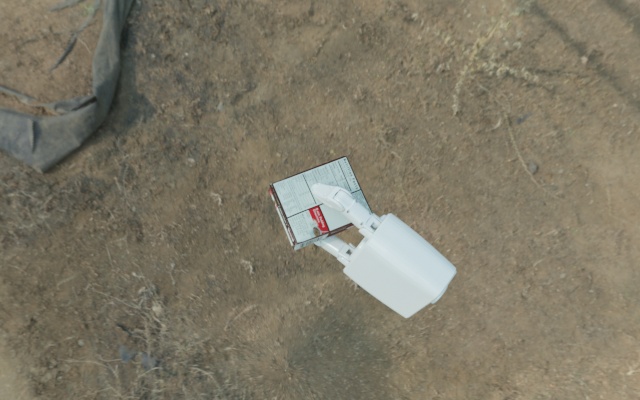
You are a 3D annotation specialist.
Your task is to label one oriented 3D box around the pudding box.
[{"bbox_3d":[0.000,0.002,0.626,0.113,0.090,0.039,-21,-11,-14],"label":"pudding box"}]
